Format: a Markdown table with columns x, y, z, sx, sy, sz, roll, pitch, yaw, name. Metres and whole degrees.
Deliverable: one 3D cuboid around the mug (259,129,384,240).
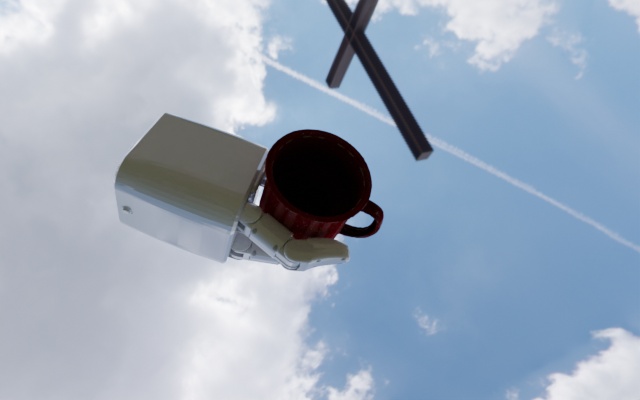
| x | y | z | sx | sy | sz | roll | pitch | yaw | name |
| --- | --- | --- | --- | --- | --- | --- | --- | --- | --- |
| 0.001 | 0.002 | 0.433 | 0.117 | 0.093 | 0.081 | 22 | -34 | -4 | mug |
